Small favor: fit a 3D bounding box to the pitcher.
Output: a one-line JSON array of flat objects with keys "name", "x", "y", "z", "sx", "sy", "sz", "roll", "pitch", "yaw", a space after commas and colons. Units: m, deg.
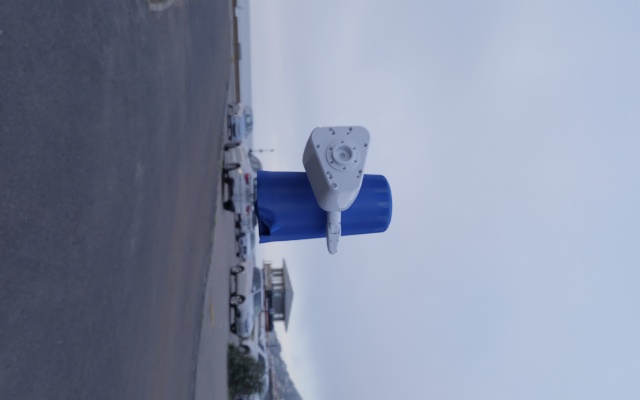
[{"name": "pitcher", "x": 0.000, "y": 0.003, "z": 0.879, "sx": 0.243, "sy": 0.149, "sz": 0.145, "roll": -1, "pitch": -17, "yaw": -7}]
